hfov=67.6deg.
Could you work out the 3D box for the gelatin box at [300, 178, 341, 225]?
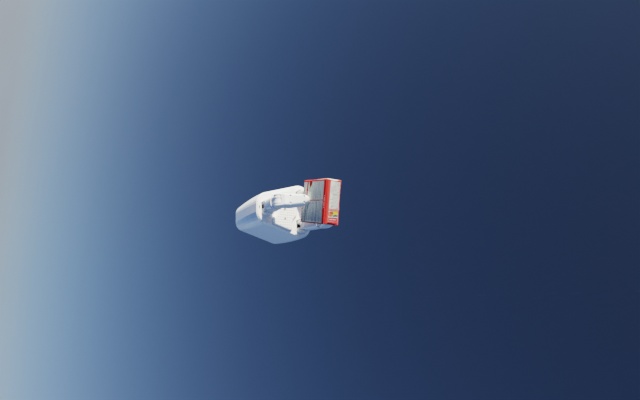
[{"bbox_3d":[0.000,0.003,0.793,0.030,0.073,0.089,6,-3,-27],"label":"gelatin box"}]
